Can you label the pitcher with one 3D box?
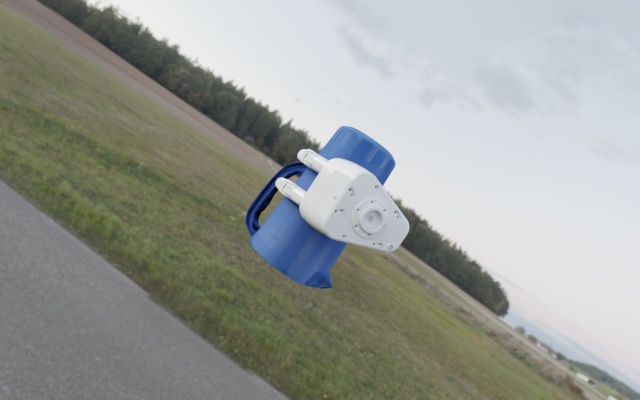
[{"bbox_3d":[0.000,0.003,0.753,0.149,0.243,0.145,35,0,-21],"label":"pitcher"}]
